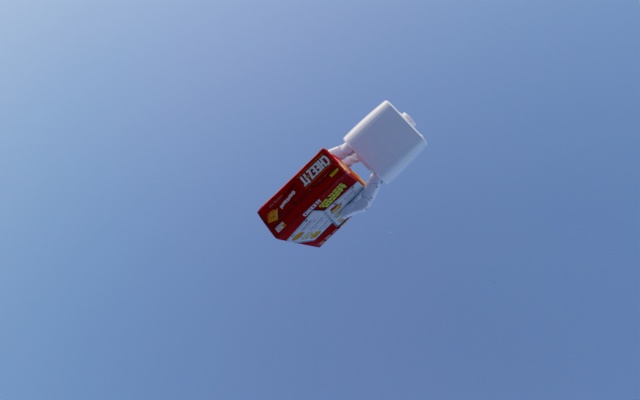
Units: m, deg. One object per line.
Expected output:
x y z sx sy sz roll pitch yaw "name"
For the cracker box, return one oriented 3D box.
0.000 0.003 0.888 0.164 0.072 0.214 -44 -20 8 "cracker box"
